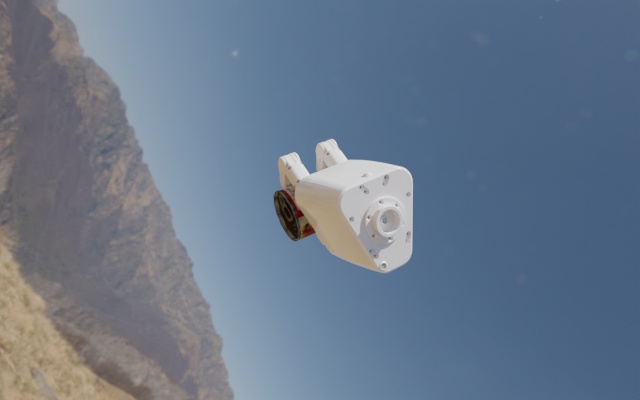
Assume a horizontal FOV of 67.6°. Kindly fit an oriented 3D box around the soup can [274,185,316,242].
[{"bbox_3d":[0.000,0.002,0.614,0.102,0.068,0.068,-22,8,-21],"label":"soup can"}]
